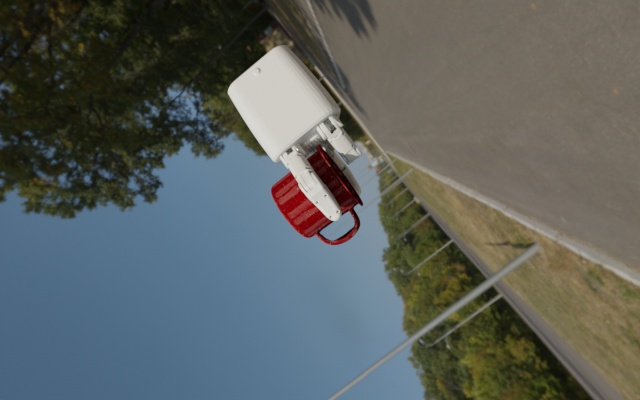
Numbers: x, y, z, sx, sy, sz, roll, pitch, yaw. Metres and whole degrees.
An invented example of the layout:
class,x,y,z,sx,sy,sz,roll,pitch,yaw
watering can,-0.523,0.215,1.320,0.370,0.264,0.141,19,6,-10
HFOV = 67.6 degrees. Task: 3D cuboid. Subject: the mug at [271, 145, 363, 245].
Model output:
class,x,y,z,sx,sy,sz,roll,pitch,yaw
mug,0.001,0.003,0.588,0.081,0.117,0.093,-37,-10,8
